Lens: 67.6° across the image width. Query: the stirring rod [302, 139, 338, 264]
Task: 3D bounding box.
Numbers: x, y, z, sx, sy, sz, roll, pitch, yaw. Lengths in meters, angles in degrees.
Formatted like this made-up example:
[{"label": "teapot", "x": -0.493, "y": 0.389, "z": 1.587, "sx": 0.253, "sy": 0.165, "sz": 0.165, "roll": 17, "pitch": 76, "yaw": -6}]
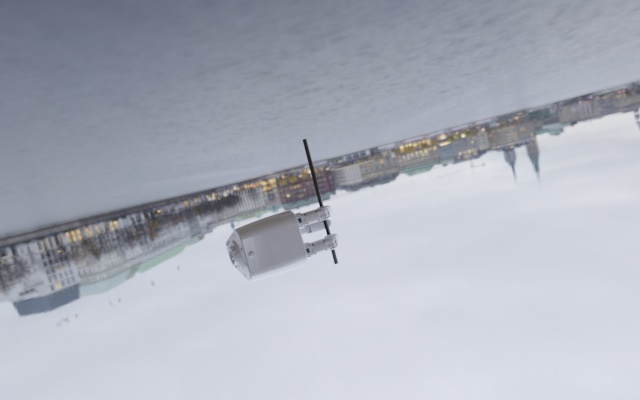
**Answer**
[{"label": "stirring rod", "x": 0.000, "y": 0.003, "z": 0.891, "sx": 0.011, "sy": 0.239, "sz": 0.011, "roll": -14, "pitch": 5, "yaw": 1}]
